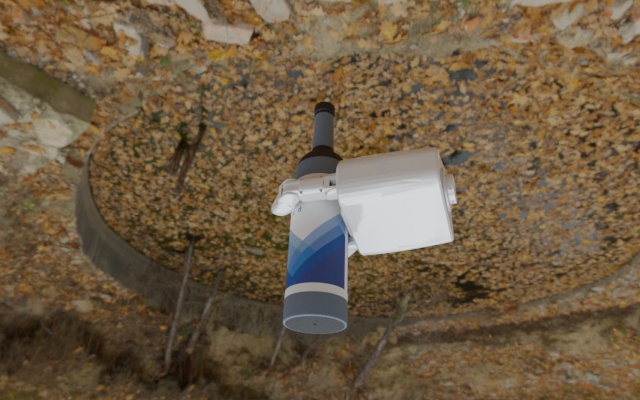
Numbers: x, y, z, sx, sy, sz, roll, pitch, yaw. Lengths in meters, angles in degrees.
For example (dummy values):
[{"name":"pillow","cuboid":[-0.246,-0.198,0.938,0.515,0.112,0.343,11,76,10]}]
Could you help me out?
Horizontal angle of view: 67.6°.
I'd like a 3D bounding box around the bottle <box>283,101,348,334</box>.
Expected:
[{"name":"bottle","cuboid":[0.000,0.002,0.565,0.069,0.295,0.069,2,-31,1]}]
